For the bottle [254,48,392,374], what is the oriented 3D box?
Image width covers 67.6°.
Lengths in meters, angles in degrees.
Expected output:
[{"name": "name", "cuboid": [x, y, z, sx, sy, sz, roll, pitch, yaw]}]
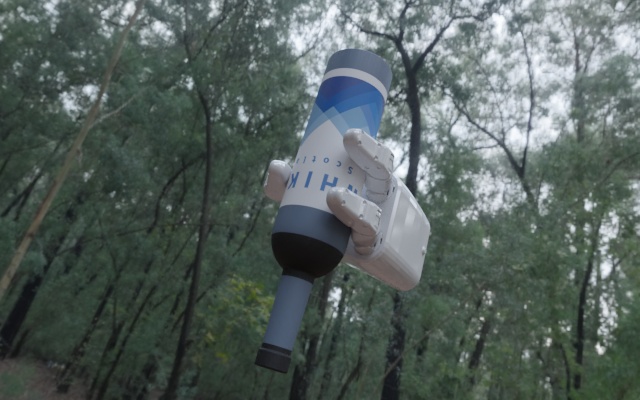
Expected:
[{"name": "bottle", "cuboid": [0.000, 0.001, 0.428, 0.069, 0.295, 0.069, 15, -21, 6]}]
